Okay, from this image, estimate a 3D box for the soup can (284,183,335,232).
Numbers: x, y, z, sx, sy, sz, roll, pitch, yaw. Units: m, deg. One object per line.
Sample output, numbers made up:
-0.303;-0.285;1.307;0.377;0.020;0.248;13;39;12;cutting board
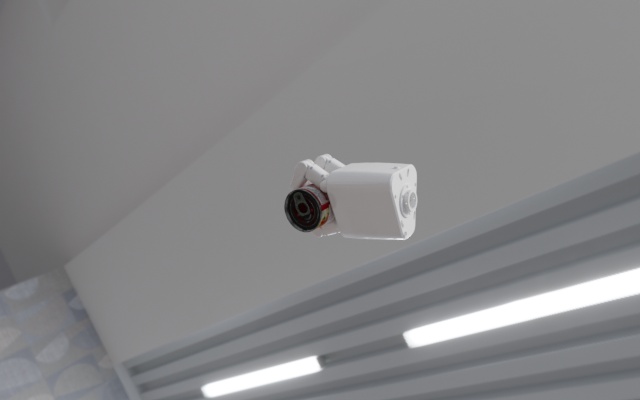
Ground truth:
0.000;0.002;0.757;0.068;0.068;0.102;0;15;35;soup can
